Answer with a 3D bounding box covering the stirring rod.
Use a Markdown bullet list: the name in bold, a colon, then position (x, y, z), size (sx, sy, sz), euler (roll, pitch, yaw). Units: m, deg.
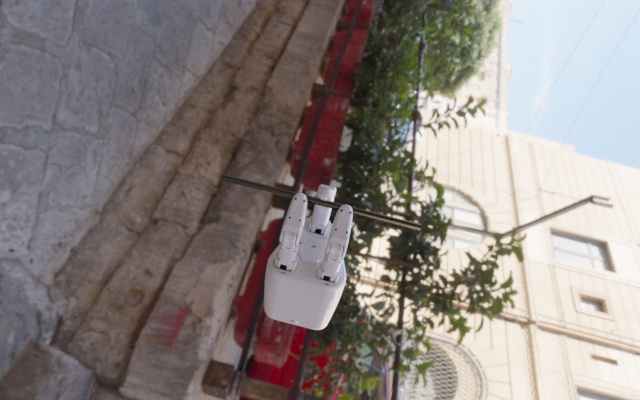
- **stirring rod**: position (0.000, 0.002, 0.559), size (0.239, 0.011, 0.011), euler (14, 0, 1)
